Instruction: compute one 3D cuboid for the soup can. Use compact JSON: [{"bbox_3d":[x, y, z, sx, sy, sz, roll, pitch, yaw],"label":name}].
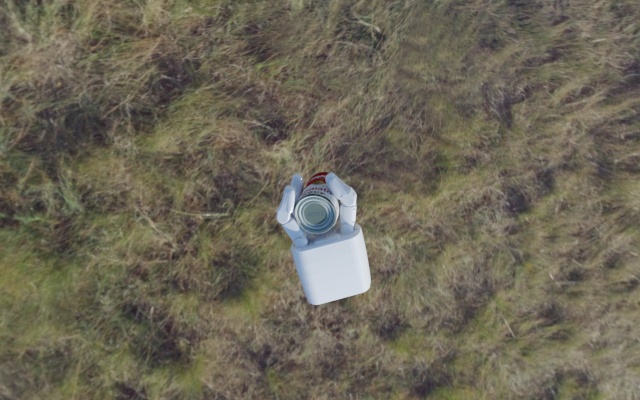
[{"bbox_3d":[0.000,0.002,0.765,0.068,0.068,0.102,0,23,11],"label":"soup can"}]
